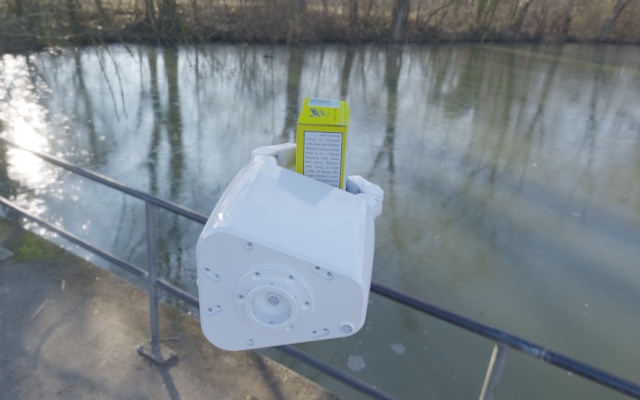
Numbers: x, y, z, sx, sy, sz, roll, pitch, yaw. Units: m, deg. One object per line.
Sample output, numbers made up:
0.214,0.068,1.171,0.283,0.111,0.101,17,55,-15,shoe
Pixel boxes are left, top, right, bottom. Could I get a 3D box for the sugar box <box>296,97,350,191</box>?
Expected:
0.000,0.001,0.444,0.048,0.176,0.093,5,24,1,sugar box
